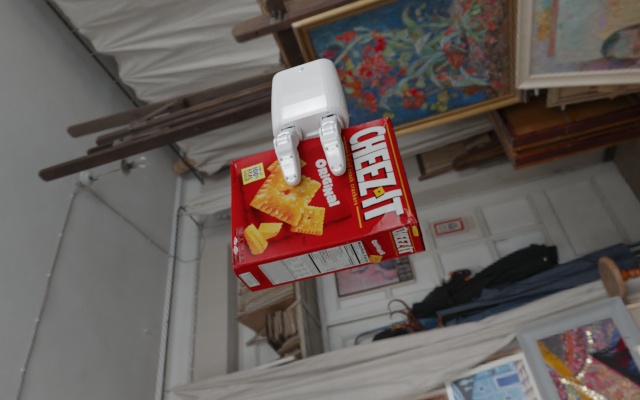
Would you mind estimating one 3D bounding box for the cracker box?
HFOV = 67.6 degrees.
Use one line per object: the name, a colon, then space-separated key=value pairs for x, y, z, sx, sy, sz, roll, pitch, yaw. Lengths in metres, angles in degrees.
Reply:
cracker box: x=0.000 y=0.002 z=0.576 sx=0.214 sy=0.164 sz=0.072 roll=-15 pitch=-37 yaw=10
